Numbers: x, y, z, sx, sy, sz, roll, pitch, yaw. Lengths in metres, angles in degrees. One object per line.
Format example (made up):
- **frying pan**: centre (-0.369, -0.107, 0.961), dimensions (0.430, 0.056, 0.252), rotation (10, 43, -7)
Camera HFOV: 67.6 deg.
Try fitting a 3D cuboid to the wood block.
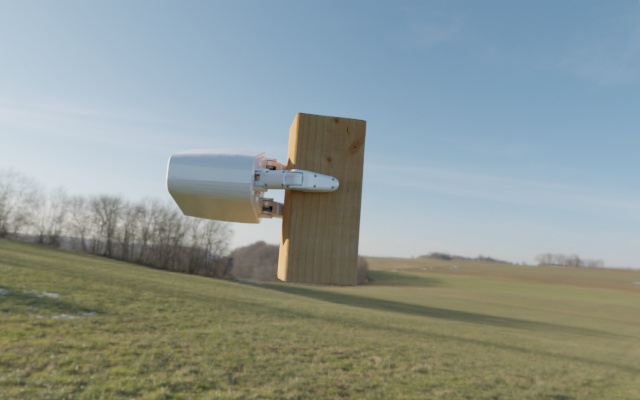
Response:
- **wood block**: centre (0.000, 0.002, 0.621), dimensions (0.090, 0.206, 0.091), rotation (5, -6, -10)
